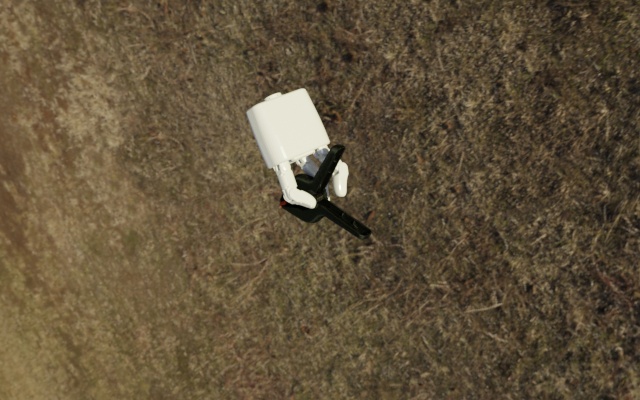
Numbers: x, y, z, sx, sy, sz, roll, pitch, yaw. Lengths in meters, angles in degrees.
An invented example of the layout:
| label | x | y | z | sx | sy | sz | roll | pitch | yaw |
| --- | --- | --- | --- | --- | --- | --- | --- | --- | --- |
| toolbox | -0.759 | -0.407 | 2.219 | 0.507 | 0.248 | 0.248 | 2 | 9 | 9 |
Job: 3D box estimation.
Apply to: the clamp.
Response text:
| label | x | y | z | sx | sy | sz | roll | pitch | yaw |
| --- | --- | --- | --- | --- | --- | --- | --- | --- | --- |
| clamp | -0.001 | 0.003 | 0.855 | 0.036 | 0.164 | 0.210 | -24 | 4 | -39 |
